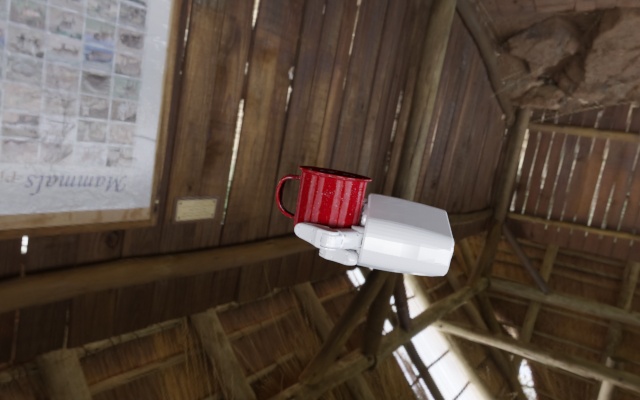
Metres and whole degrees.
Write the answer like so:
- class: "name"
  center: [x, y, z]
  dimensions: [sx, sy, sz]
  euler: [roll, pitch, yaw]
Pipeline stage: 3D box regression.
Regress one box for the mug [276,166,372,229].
- class: "mug"
  center: [-0.001, 0.002, 0.604]
  dimensions: [0.117, 0.081, 0.093]
  euler: [11, 8, 5]
